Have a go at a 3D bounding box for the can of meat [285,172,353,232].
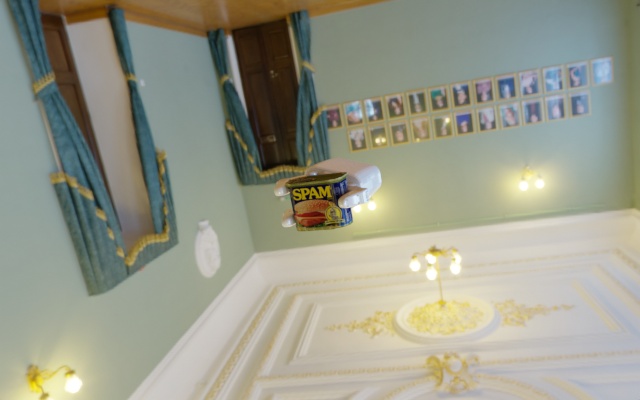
[{"bbox_3d":[0.000,0.003,0.794,0.102,0.084,0.057,-5,14,24],"label":"can of meat"}]
